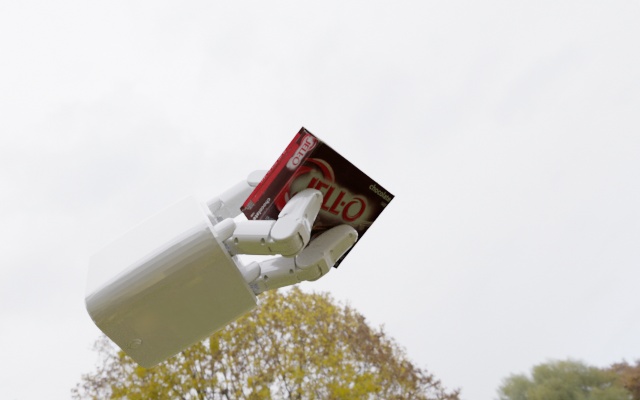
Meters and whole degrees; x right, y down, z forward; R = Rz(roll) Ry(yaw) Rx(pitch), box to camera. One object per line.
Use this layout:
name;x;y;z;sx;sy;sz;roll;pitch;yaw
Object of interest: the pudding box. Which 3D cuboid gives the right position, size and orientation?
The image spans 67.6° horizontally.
pudding box;0.000;0.001;0.419;0.113;0.090;0.039;30;12;-44
